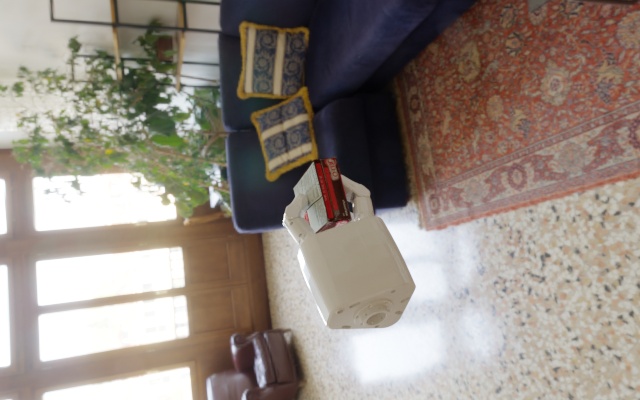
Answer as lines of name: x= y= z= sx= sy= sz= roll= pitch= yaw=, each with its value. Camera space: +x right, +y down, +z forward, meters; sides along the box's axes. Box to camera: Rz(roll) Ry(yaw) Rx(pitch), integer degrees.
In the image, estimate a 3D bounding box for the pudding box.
pudding box: x=0.000 y=0.002 z=0.666 sx=0.039 sy=0.090 sz=0.113 roll=-6 pitch=-16 yaw=-22
